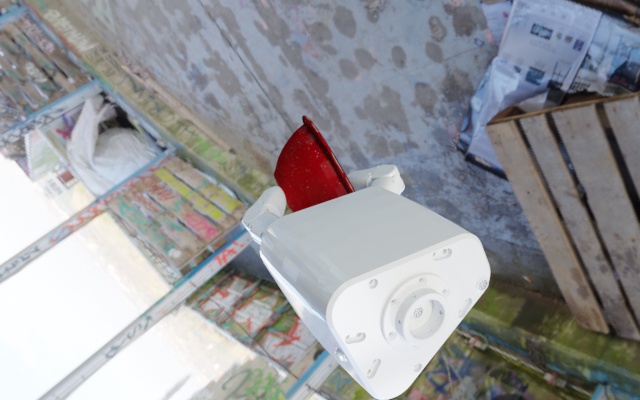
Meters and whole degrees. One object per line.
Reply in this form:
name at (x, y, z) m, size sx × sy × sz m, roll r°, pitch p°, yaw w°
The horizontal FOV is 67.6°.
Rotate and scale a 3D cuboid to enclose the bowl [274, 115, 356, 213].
bowl at (0.000, 0.002, 0.464) m, size 0.055 × 0.162 × 0.162 m, roll -29°, pitch 1°, yaw -1°
